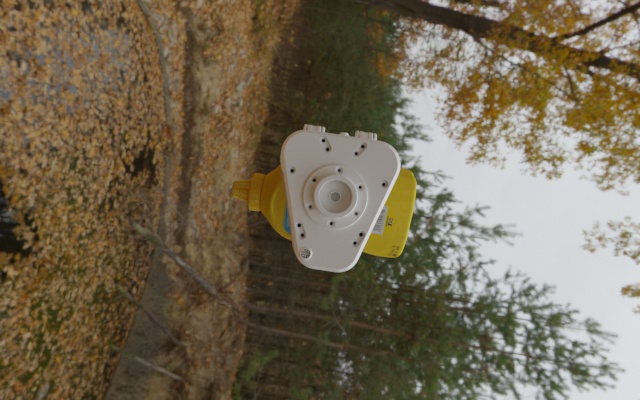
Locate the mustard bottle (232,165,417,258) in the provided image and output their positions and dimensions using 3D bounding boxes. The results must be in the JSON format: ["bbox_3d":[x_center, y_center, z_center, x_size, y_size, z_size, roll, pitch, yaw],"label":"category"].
[{"bbox_3d":[0.000,0.002,0.516,0.191,0.096,0.058,8,23,0],"label":"mustard bottle"}]
